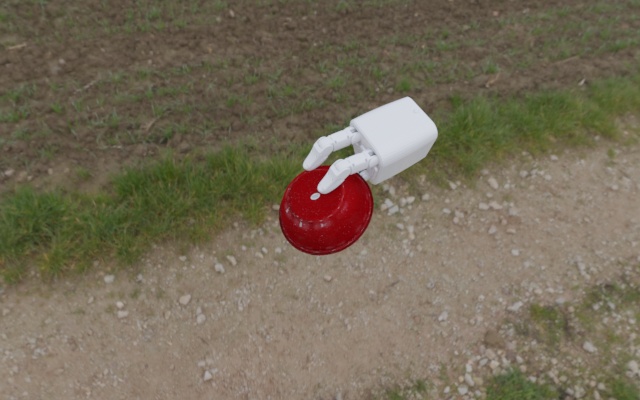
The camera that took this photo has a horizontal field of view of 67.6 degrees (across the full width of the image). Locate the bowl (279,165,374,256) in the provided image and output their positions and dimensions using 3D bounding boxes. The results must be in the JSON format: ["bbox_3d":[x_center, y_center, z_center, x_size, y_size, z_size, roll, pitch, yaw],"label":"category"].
[{"bbox_3d":[-0.001,0.003,0.756,0.162,0.162,0.055,0,-25,19],"label":"bowl"}]
